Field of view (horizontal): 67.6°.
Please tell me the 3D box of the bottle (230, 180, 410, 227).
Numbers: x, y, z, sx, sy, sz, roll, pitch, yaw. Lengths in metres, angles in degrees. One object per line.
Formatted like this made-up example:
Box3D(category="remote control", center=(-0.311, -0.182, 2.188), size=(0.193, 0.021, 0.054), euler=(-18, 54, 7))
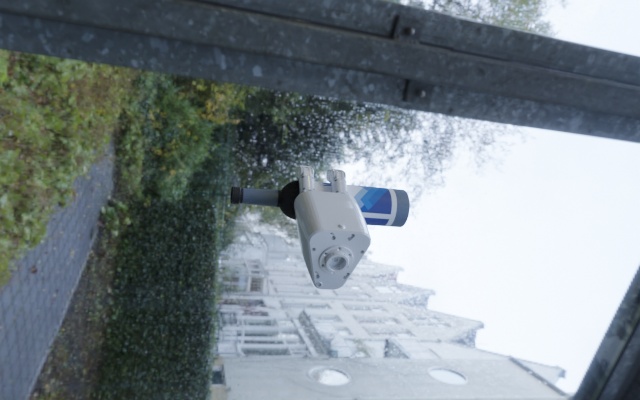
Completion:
Box3D(category="bottle", center=(0.000, 0.003, 0.795), size=(0.296, 0.069, 0.069), euler=(5, -1, -15))
